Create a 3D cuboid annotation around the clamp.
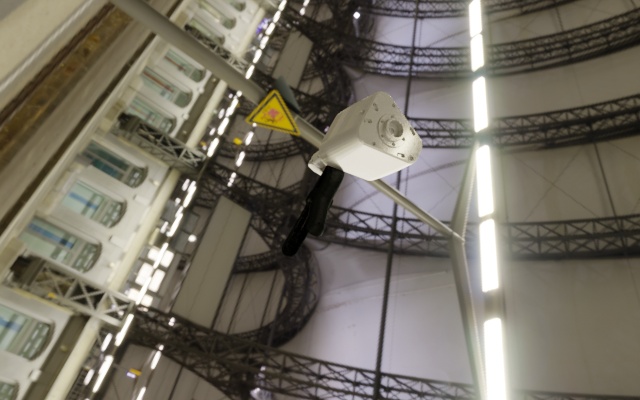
[{"bbox_3d":[0.001,0.003,0.720,0.039,0.171,0.120,31,-22,-17],"label":"clamp"}]
